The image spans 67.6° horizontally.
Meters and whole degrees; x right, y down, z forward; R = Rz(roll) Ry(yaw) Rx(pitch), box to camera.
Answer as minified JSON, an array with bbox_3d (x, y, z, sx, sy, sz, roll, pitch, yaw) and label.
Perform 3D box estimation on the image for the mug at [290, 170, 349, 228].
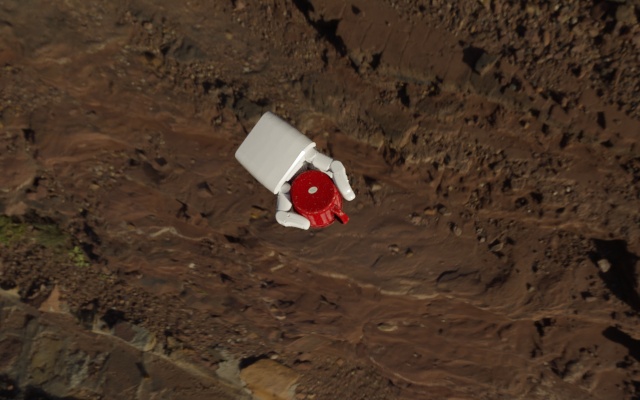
[{"bbox_3d":[0.001,0.004,0.842,0.117,0.093,0.081,39,-8,14],"label":"mug"}]
